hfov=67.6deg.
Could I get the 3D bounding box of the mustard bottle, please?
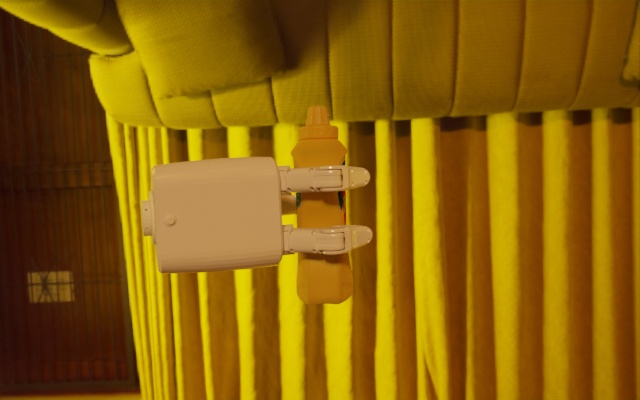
[{"bbox_3d":[0.000,0.002,0.484,0.058,0.191,0.096,-3,3,3],"label":"mustard bottle"}]
